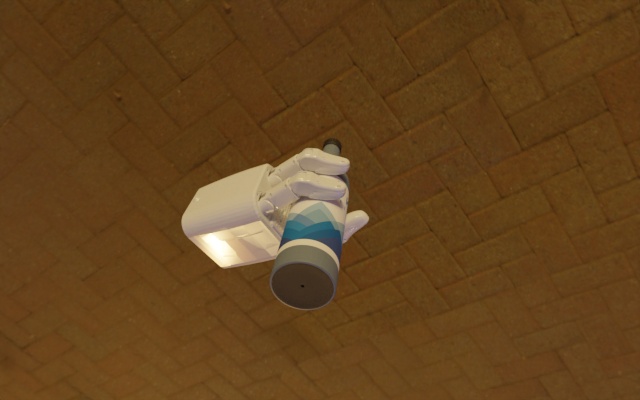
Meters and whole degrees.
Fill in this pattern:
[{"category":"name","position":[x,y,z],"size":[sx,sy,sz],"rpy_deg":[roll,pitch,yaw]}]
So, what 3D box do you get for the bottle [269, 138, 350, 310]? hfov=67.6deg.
[{"category":"bottle","position":[0.000,0.002,0.586],"size":[0.069,0.069,0.295],"rpy_deg":[0,34,8]}]
